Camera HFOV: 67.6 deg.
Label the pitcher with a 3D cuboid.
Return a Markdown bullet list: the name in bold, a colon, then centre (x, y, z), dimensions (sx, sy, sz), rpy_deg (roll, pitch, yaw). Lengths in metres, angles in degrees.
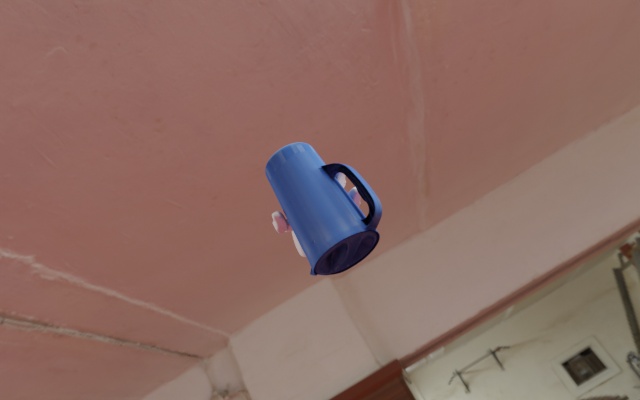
- **pitcher**: centre (0.000, 0.003, 0.879), dimensions (0.149, 0.242, 0.145), rpy_deg (-25, -29, -13)
